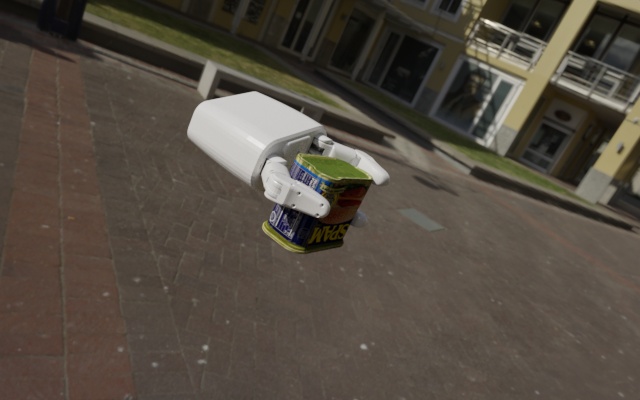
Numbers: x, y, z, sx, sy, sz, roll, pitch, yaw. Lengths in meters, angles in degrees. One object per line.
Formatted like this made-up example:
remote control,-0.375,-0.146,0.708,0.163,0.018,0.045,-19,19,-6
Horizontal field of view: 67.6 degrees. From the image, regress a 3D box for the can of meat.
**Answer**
can of meat,0.000,0.001,0.492,0.057,0.084,0.102,35,20,28
